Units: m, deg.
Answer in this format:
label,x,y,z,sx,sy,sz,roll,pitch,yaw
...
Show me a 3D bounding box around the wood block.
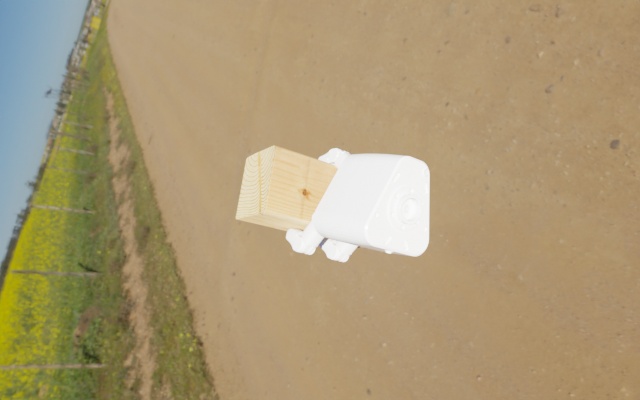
label,x,y,z,sx,sy,sz,roll,pitch,yaw
wood block,0.000,0.002,0.669,0.206,0.090,0.090,16,-16,-30
